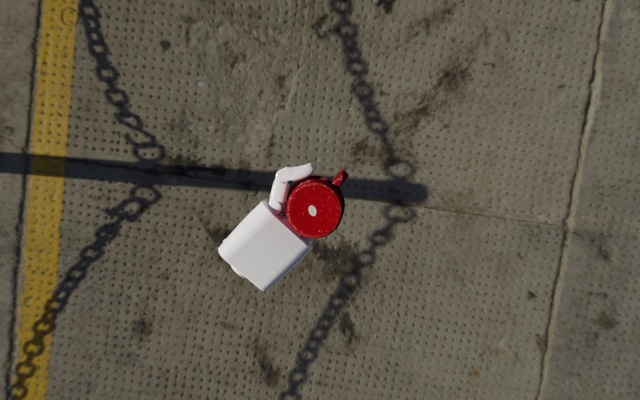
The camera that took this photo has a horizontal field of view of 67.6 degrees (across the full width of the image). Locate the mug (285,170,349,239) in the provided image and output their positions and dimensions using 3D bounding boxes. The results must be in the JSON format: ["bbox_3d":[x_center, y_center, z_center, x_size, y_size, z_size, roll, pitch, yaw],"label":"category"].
[{"bbox_3d":[0.001,0.001,0.707,0.093,0.117,0.081,44,4,-4],"label":"mug"}]
